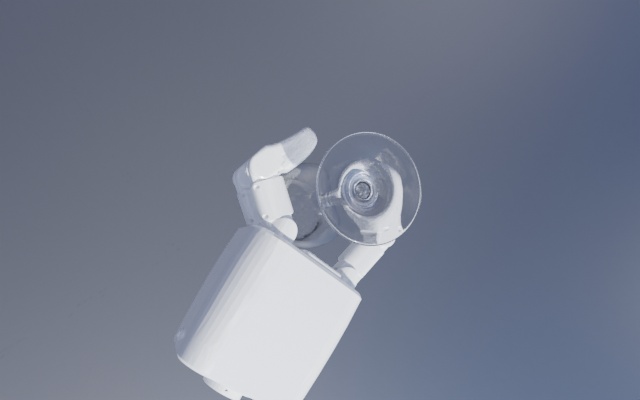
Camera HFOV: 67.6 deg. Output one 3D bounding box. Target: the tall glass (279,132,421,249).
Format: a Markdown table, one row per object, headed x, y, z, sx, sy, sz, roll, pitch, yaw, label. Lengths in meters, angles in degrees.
| x | y | z | sx | sy | sz | roll | pitch | yaw | label |
| --- | --- | --- | --- | --- | --- | --- | --- | --- | --- |
| 0.000 | 0.001 | 0.400 | 0.079 | 0.079 | 0.201 | 0 | -5 | -19 | tall glass |
